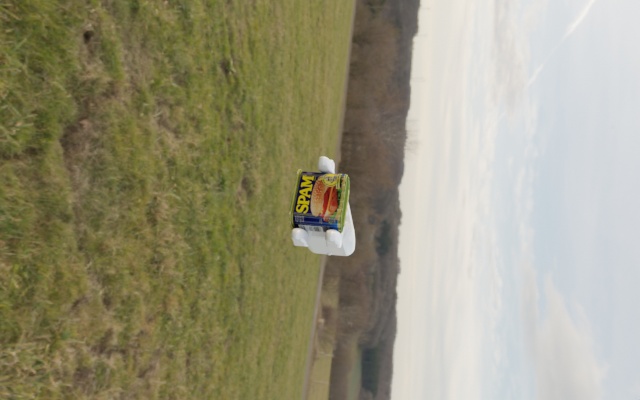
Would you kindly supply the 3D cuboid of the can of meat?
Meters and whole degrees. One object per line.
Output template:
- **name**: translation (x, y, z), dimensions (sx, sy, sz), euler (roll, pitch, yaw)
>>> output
- **can of meat**: translation (0.000, 0.002, 0.779), dimensions (0.084, 0.102, 0.057), euler (5, -27, 10)
